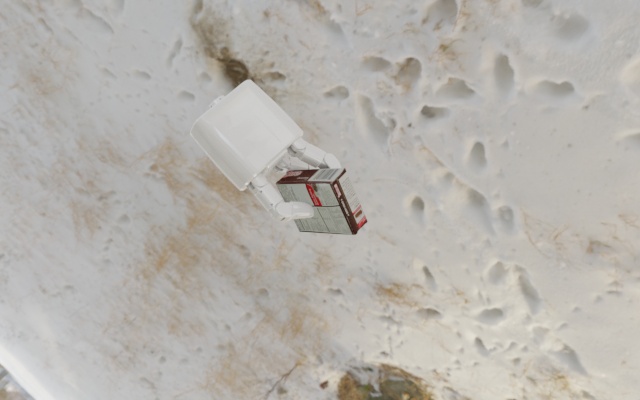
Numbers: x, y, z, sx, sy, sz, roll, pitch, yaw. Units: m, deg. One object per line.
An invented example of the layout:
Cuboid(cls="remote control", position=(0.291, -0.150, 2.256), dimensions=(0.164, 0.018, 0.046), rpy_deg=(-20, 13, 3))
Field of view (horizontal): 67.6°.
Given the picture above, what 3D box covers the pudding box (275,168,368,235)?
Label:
Cuboid(cls="pudding box", position=(0.000, 0.002, 0.675), dimensions=(0.113, 0.090, 0.039), rpy_deg=(2, 37, 44))
